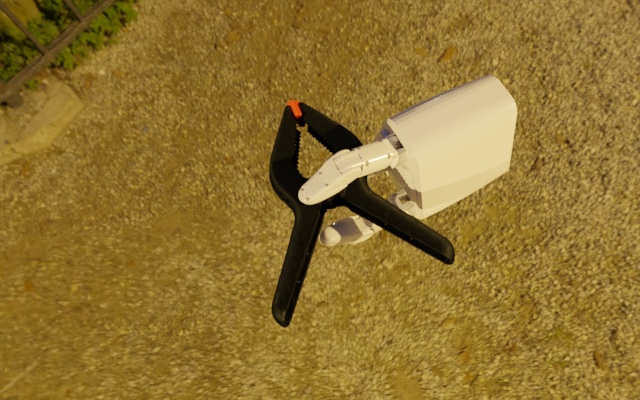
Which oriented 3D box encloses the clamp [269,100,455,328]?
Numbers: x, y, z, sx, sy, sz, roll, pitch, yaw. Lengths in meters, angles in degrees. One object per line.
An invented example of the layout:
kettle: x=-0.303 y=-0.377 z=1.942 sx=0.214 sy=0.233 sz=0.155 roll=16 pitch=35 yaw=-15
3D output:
clamp: x=0.000 y=0.001 z=0.439 sx=0.164 sy=0.210 sz=0.036 roll=-27 pitch=-22 yaw=-4
